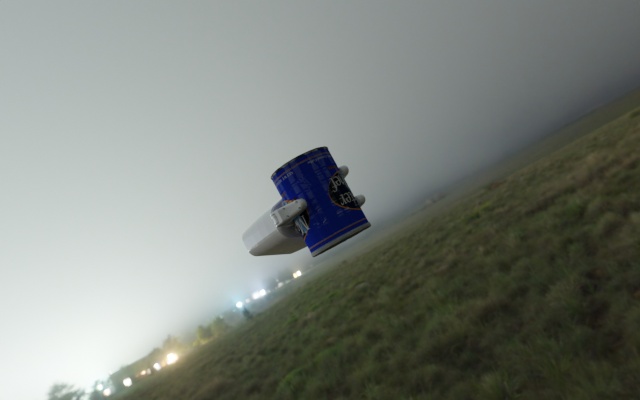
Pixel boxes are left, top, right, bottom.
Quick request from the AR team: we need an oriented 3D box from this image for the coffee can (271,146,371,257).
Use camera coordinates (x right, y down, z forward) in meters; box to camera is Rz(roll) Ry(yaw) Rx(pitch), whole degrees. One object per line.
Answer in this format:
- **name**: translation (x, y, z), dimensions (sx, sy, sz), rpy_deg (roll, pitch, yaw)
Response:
- **coffee can**: translation (0.000, 0.002, 0.739), dimensions (0.103, 0.140, 0.103), rpy_deg (-28, -7, -4)
